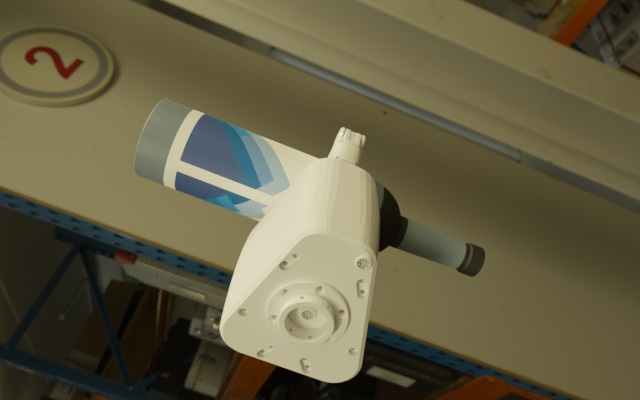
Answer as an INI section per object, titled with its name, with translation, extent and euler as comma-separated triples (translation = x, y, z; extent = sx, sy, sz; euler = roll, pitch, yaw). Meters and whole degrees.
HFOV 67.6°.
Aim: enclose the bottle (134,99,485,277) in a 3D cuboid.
[bottle]
translation = 0.000, 0.001, 0.402
extent = 0.296, 0.069, 0.069
euler = 21, -2, -6
